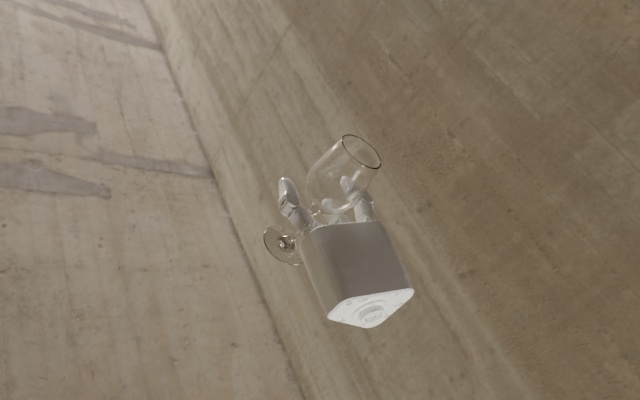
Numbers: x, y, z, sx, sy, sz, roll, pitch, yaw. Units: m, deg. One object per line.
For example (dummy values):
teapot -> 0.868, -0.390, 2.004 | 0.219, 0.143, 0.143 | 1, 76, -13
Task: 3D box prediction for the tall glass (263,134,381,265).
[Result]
tall glass -> 0.000, 0.002, 0.659 | 0.079, 0.079, 0.201 | 0, -41, -44
